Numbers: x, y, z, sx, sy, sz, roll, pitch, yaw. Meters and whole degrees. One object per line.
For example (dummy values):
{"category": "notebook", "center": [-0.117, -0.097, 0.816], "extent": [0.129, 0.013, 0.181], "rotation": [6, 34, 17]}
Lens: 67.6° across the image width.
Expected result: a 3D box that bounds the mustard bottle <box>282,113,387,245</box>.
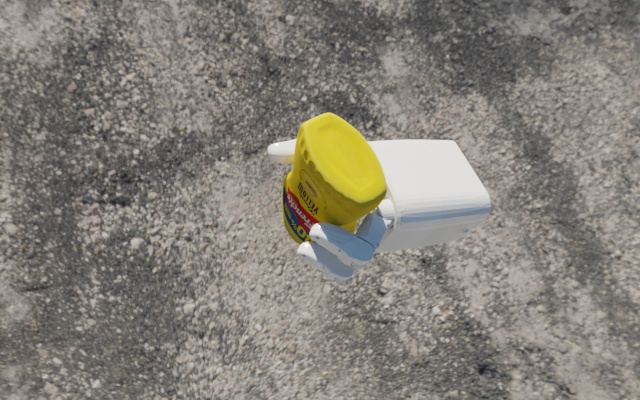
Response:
{"category": "mustard bottle", "center": [0.000, 0.002, 0.491], "extent": [0.058, 0.096, 0.192], "rotation": [-29, -15, -25]}
